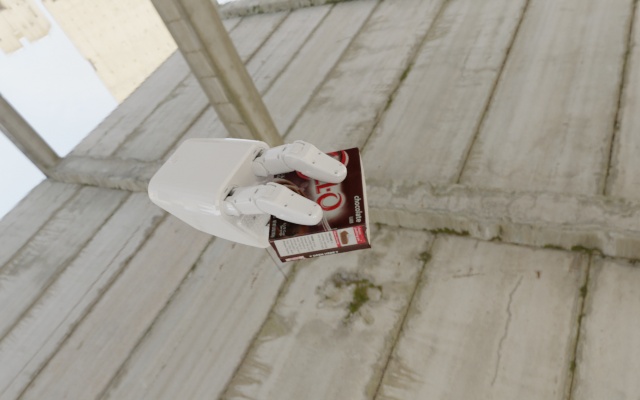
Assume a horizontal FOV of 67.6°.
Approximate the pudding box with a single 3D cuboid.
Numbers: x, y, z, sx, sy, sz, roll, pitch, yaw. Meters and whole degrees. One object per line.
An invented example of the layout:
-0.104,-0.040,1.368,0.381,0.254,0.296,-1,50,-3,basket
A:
0.000,0.002,0.464,0.090,0.113,0.039,-11,-45,10,pudding box
